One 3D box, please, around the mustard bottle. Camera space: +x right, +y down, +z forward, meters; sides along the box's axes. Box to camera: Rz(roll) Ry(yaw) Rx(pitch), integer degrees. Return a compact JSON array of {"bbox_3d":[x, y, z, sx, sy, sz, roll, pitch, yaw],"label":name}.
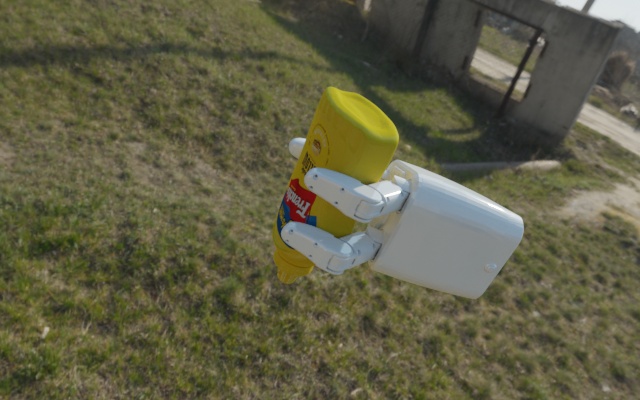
[{"bbox_3d":[0.000,0.001,0.438,0.058,0.192,0.096,7,33,-29],"label":"mustard bottle"}]
